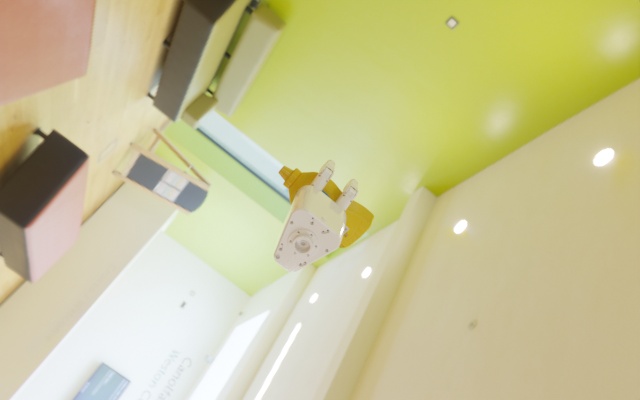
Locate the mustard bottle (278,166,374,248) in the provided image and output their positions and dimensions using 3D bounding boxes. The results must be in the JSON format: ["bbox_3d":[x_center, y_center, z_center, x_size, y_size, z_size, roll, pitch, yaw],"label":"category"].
[{"bbox_3d":[0.000,0.003,0.890,0.096,0.191,0.058,-43,11,41],"label":"mustard bottle"}]
